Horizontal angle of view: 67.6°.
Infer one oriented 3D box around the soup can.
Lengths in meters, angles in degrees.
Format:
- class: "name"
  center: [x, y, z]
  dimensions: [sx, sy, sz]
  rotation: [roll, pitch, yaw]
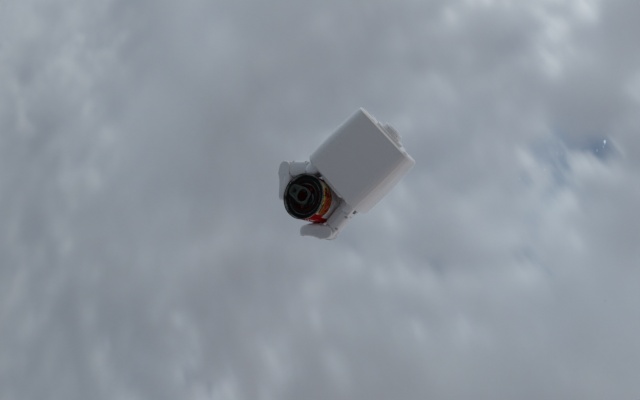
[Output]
- class: "soup can"
  center: [0.000, 0.003, 0.724]
  dimensions: [0.068, 0.068, 0.102]
  rotation: [0, -10, 31]
